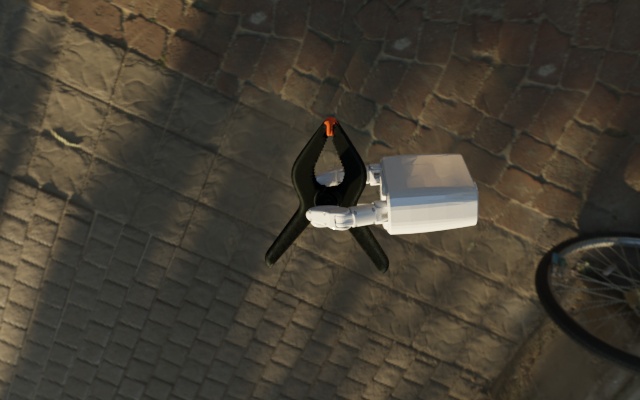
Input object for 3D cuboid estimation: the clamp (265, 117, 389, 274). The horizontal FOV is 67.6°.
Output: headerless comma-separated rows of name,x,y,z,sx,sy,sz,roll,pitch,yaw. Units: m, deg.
clamp,0.000,0.002,0.609,0.164,0.210,0.036,-4,18,5
